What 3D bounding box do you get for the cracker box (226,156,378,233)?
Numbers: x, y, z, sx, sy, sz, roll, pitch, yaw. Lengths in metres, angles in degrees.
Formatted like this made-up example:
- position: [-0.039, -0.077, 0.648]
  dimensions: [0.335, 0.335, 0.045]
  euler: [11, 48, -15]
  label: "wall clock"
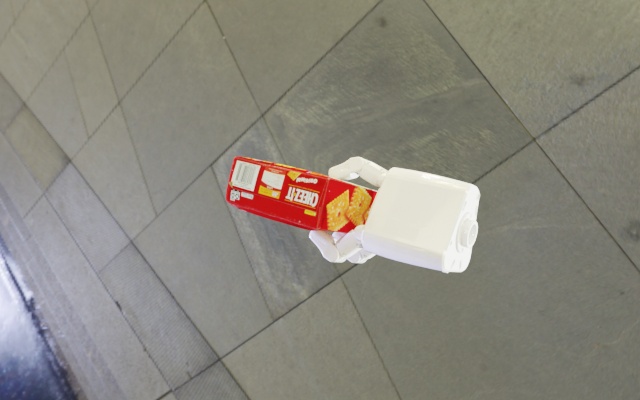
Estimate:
- position: [0.000, 0.002, 0.674]
  dimensions: [0.164, 0.072, 0.214]
  euler: [15, 1, 36]
  label: "cracker box"
